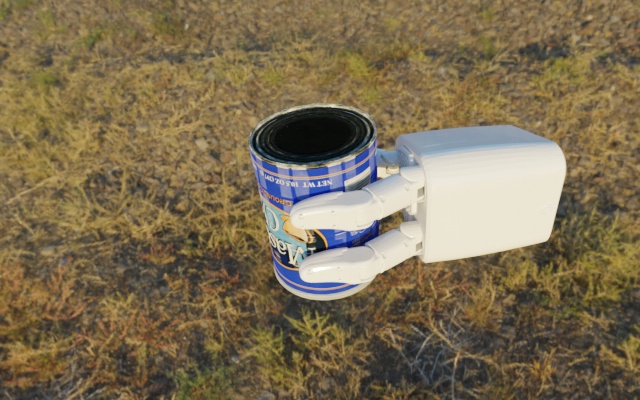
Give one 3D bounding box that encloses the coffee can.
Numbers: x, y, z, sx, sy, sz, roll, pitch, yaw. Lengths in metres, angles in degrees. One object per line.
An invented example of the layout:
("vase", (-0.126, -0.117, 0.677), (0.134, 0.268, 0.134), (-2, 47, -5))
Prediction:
("coffee can", (0.000, 0.001, 0.417), (0.103, 0.140, 0.102), (-4, 36, 3))
